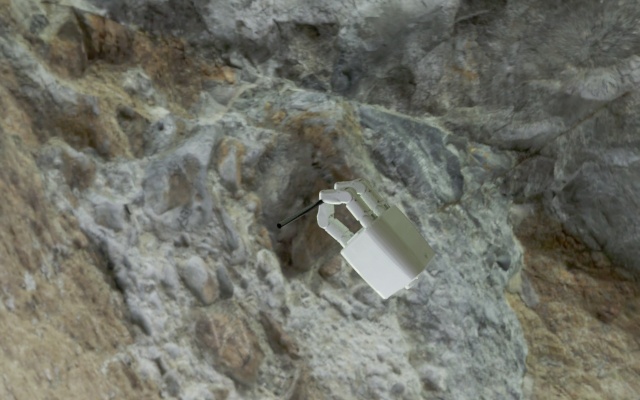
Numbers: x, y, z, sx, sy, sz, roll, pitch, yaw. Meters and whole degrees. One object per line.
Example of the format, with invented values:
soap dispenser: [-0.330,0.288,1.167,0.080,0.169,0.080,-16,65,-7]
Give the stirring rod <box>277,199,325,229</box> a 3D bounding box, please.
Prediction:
stirring rod: [0.000,0.003,0.754,0.011,0.011,0.239,0,16,29]
